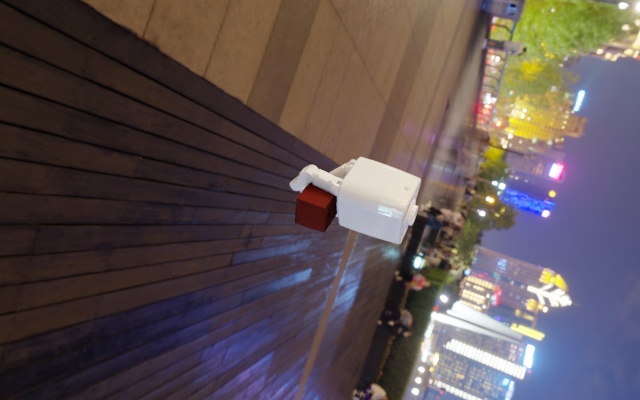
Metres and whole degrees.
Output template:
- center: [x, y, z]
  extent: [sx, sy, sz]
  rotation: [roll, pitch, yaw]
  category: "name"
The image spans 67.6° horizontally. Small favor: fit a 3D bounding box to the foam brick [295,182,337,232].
- center: [0.000, 0.003, 0.758]
  extent: [0.051, 0.053, 0.078]
  rotation: [20, 45, 16]
  category: "foam brick"
